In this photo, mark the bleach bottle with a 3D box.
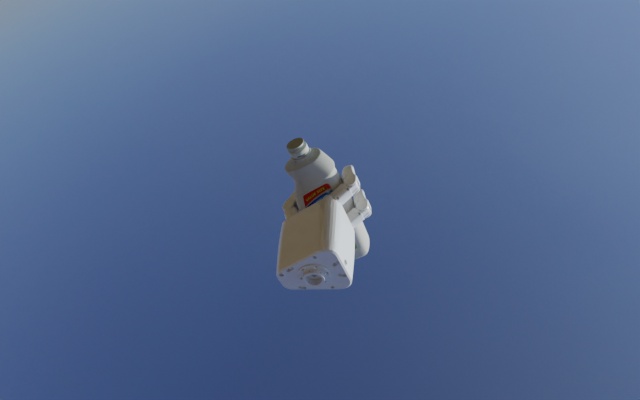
[{"bbox_3d":[0.000,0.003,0.808,0.102,0.251,0.068,-15,39,17],"label":"bleach bottle"}]
